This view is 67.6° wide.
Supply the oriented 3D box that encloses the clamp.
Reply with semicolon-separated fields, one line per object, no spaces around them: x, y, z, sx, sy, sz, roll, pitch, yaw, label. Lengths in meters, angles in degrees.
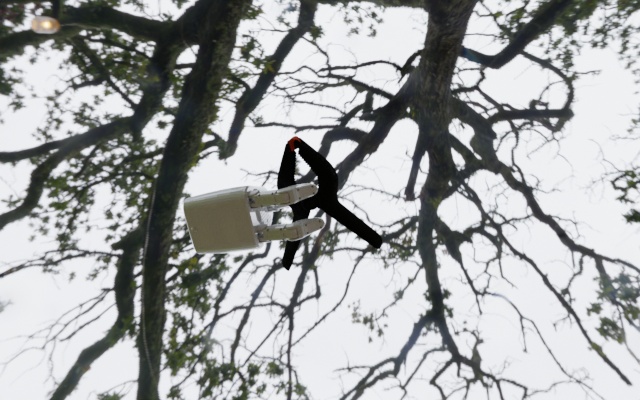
0.000;0.002;0.731;0.164;0.210;0.036;-9;15;11;clamp
